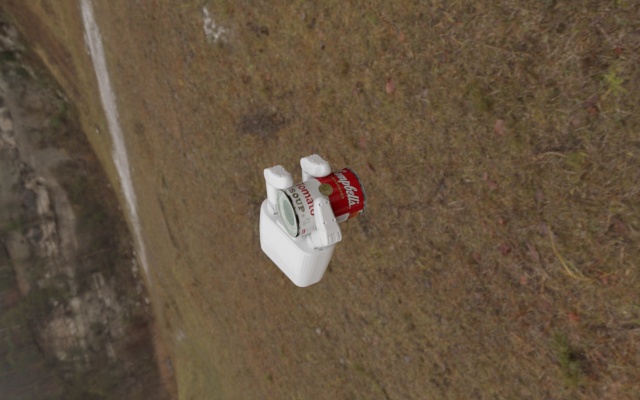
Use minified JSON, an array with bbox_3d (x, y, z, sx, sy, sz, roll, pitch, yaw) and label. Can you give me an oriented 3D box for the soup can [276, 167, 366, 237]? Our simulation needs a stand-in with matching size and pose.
[{"bbox_3d":[0.000,0.002,0.633,0.102,0.068,0.068,-19,7,-22],"label":"soup can"}]
